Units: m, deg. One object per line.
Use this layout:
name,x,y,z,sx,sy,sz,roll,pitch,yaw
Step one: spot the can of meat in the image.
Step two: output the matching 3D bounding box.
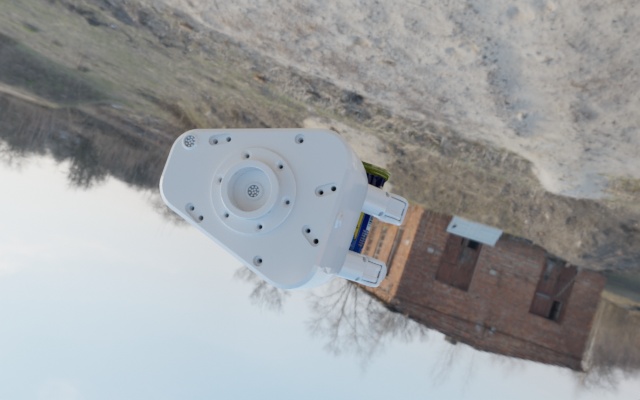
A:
can of meat,0.000,0.002,0.420,0.102,0.084,0.057,18,-4,6
